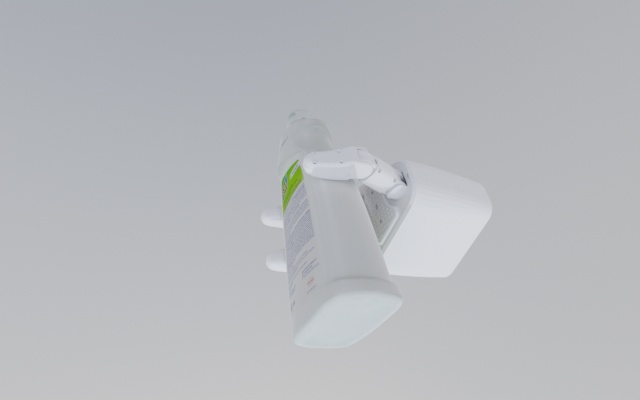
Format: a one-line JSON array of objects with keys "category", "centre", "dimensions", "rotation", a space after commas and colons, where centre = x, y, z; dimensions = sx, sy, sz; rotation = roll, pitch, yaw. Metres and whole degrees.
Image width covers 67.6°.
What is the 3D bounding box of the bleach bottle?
[{"category": "bleach bottle", "centre": [0.000, 0.002, 0.451], "dimensions": [0.068, 0.250, 0.103], "rotation": [11, -42, -26]}]
